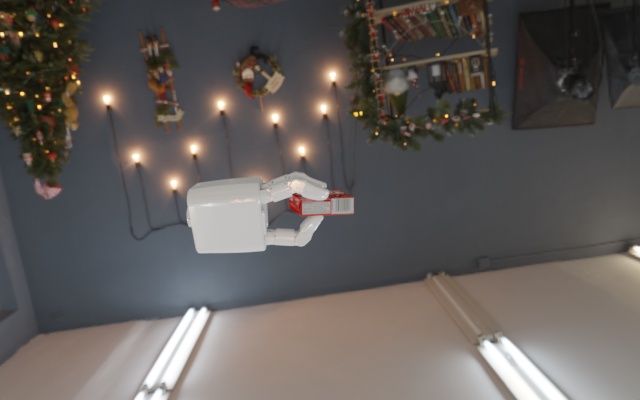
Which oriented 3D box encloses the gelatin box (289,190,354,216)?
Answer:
[{"bbox_3d":[0.000,0.003,0.756,0.089,0.030,0.073,-2,10,-16],"label":"gelatin box"}]
